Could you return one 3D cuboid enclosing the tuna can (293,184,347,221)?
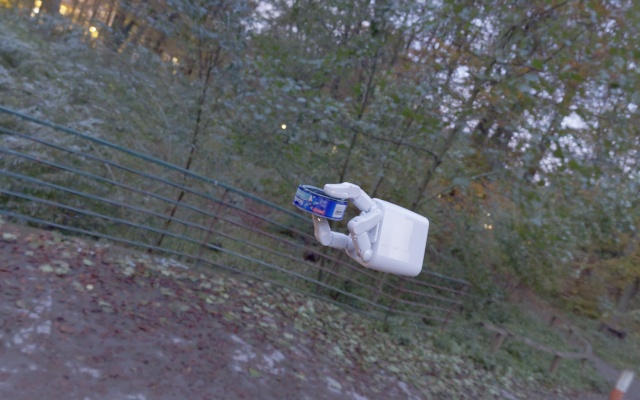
[{"bbox_3d":[0.000,0.002,0.782,0.086,0.034,0.086,18,8,-3],"label":"tuna can"}]
